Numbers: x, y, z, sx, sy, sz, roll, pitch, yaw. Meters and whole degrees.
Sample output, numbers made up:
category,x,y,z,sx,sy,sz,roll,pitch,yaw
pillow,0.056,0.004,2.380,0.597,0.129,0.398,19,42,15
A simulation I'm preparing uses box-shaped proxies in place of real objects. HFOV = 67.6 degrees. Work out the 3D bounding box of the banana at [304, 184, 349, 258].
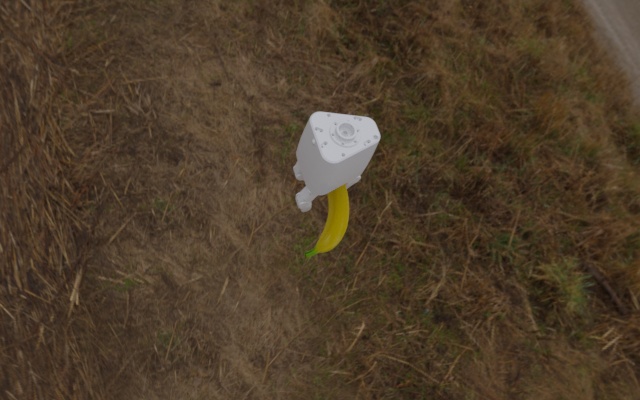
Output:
category,x,y,z,sx,sy,sz,roll,pitch,yaw
banana,0.018,0.009,0.854,0.069,0.197,0.037,10,-24,-5
